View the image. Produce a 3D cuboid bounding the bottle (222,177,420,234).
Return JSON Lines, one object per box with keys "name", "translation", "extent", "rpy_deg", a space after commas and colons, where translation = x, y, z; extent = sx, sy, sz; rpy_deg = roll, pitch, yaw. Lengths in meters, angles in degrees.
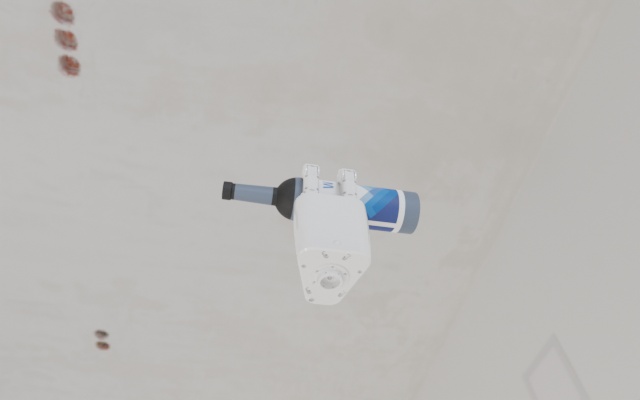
{"name": "bottle", "translation": [0.000, 0.002, 0.727], "extent": [0.296, 0.069, 0.069], "rpy_deg": [7, -1, -8]}
